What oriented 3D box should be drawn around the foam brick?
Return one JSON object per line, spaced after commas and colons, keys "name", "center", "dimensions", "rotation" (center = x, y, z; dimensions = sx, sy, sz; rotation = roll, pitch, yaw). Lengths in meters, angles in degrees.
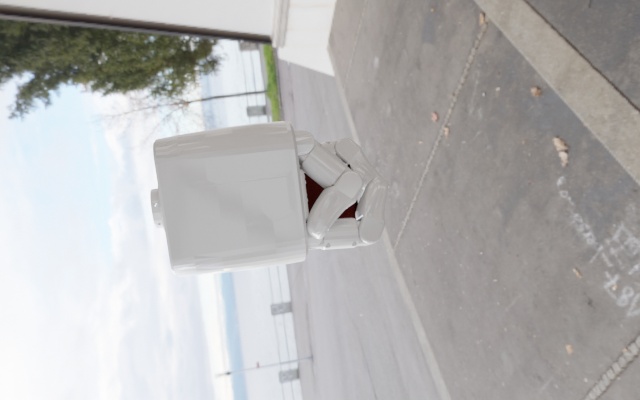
{"name": "foam brick", "center": [0.000, 0.002, 0.454], "dimensions": [0.051, 0.053, 0.078], "rotation": [-9, -9, -12]}
